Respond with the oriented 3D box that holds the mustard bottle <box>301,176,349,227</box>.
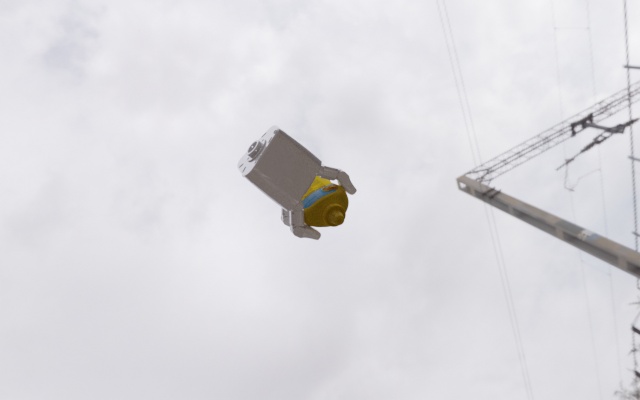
[{"bbox_3d":[0.000,0.003,0.899,0.096,0.058,0.191,-30,27,-9],"label":"mustard bottle"}]
